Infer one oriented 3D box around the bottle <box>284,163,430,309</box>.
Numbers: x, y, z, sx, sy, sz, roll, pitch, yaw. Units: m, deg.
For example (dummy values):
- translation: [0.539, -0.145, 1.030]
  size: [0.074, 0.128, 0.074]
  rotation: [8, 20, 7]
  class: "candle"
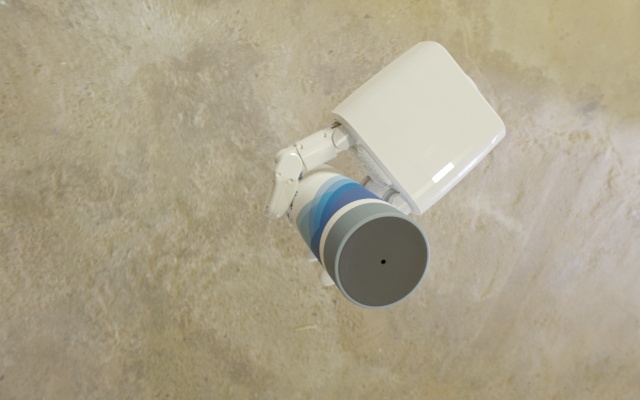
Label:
- translation: [0.000, 0.002, 0.440]
  size: [0.069, 0.069, 0.295]
  rotation: [0, 15, -17]
  class: "bottle"
